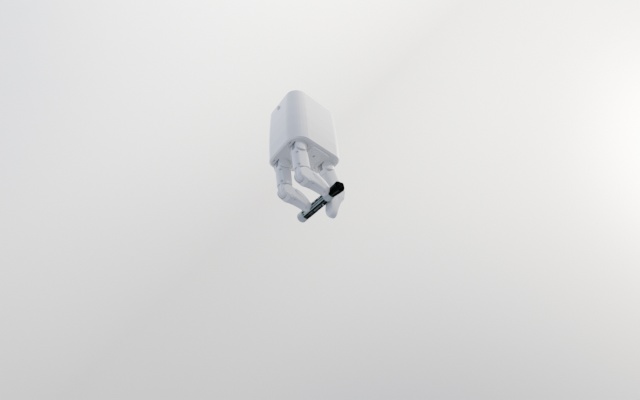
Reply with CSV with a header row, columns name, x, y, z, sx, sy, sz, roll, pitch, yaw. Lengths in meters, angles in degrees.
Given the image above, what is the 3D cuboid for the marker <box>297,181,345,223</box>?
name,x,y,z,sx,sy,sz,roll,pitch,yaw
marker,0.000,0.003,0.780,0.020,0.020,0.121,0,-27,-38
